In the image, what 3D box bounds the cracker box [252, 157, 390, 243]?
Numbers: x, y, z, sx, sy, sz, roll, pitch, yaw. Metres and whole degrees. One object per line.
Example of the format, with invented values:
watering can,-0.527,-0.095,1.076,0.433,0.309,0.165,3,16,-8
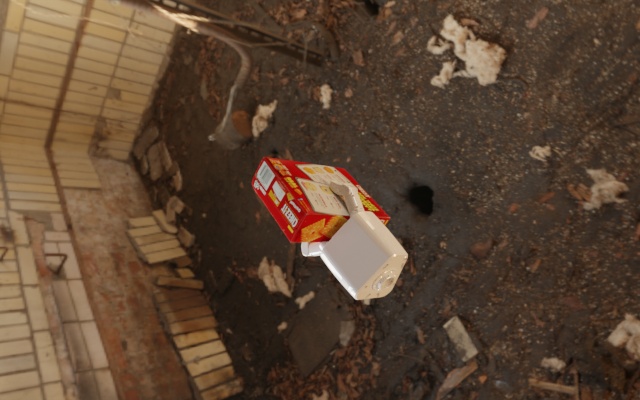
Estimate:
cracker box,0.000,0.003,0.890,0.214,0.072,0.164,5,35,-43
